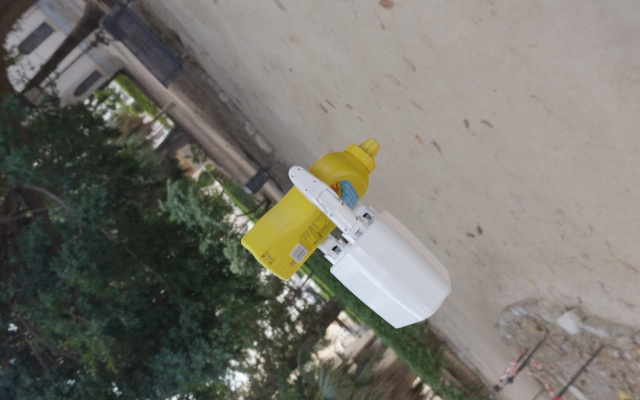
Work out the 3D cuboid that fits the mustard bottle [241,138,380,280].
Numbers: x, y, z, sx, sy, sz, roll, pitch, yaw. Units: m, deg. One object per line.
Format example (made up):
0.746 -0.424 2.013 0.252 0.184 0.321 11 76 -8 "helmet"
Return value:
0.000 0.002 0.554 0.058 0.191 0.096 40 -7 30 "mustard bottle"
